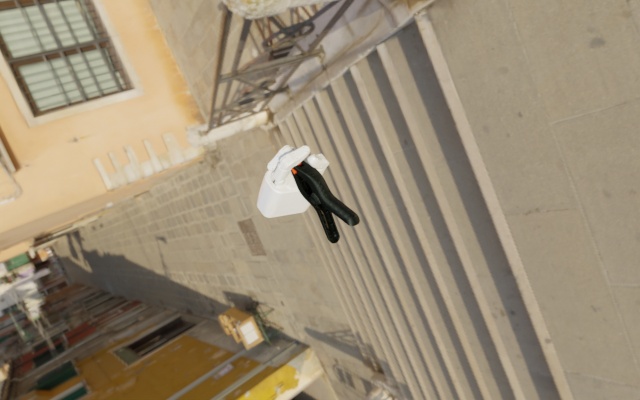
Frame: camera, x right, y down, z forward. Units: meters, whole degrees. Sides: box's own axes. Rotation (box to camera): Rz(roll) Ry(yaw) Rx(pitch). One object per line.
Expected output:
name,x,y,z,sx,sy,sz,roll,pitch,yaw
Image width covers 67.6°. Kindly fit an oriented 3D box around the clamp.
clamp,0.000,0.003,0.891,0.039,0.171,0.120,-27,-20,-32
